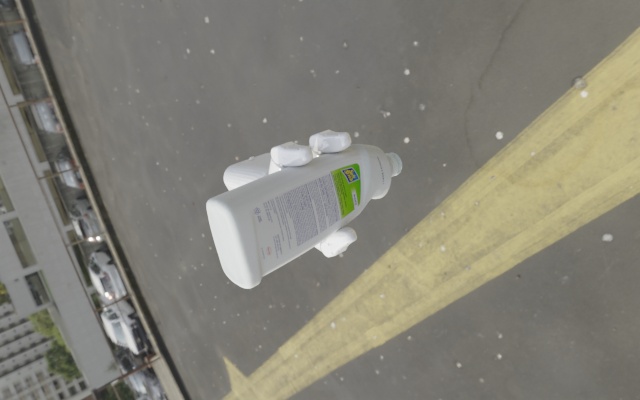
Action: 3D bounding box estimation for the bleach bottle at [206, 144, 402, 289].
[{"bbox_3d":[0.000,0.002,0.553,0.251,0.103,0.068,-24,23,-32],"label":"bleach bottle"}]
